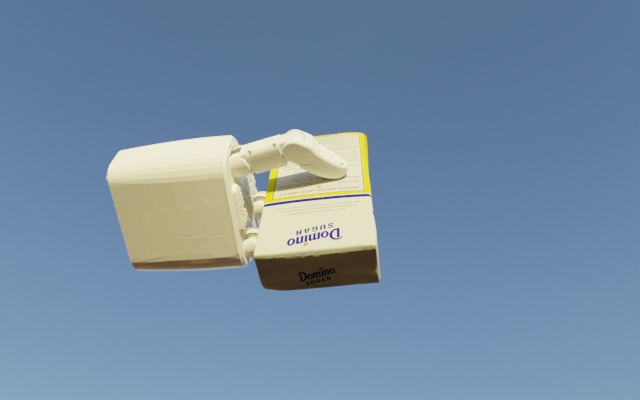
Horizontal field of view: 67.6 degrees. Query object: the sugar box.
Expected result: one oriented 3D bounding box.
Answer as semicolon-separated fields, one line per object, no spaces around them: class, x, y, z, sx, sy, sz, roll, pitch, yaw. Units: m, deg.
sugar box;0.000;0.002;0.423;0.093;0.048;0.176;-5;37;6
